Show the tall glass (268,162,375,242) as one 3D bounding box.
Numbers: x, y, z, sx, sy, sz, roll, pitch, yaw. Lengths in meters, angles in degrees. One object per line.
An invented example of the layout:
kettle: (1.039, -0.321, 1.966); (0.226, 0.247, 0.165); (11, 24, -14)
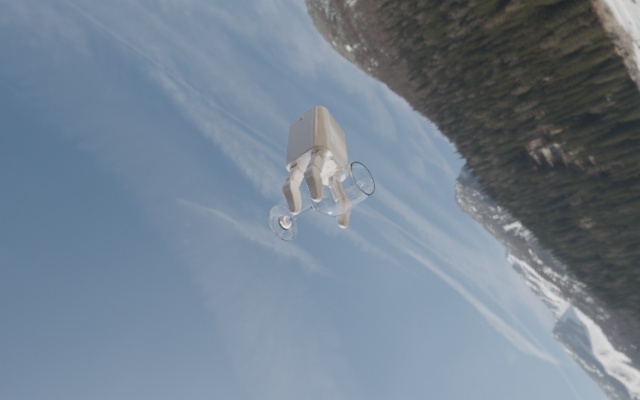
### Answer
tall glass: (0.000, 0.003, 0.850); (0.201, 0.079, 0.079); (-29, -18, 35)
